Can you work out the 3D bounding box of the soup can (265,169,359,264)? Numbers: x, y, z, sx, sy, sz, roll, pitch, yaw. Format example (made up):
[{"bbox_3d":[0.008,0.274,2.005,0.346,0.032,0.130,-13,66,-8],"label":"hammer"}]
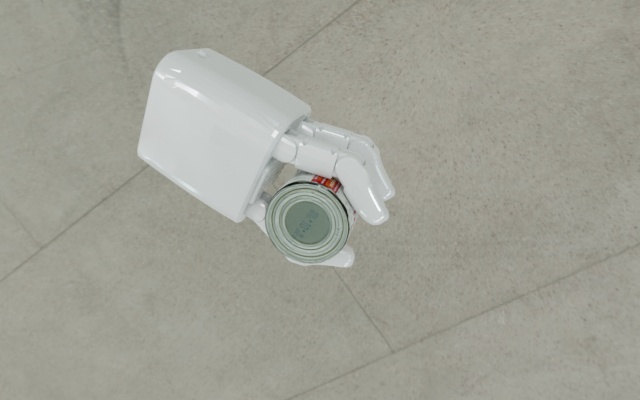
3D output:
[{"bbox_3d":[0.000,0.002,0.402,0.068,0.068,0.102,0,19,13],"label":"soup can"}]
